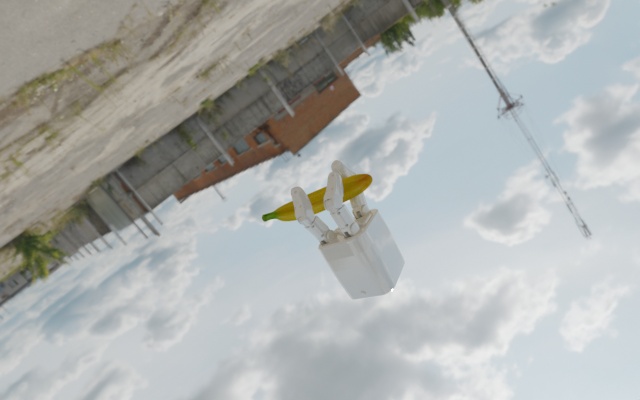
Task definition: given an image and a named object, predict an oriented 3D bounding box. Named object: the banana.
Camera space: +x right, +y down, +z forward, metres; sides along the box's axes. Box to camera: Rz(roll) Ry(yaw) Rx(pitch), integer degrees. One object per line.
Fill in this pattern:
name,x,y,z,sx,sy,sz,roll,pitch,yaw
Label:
banana,0.003,0.000,0.777,0.198,0.037,0.069,-23,5,22
